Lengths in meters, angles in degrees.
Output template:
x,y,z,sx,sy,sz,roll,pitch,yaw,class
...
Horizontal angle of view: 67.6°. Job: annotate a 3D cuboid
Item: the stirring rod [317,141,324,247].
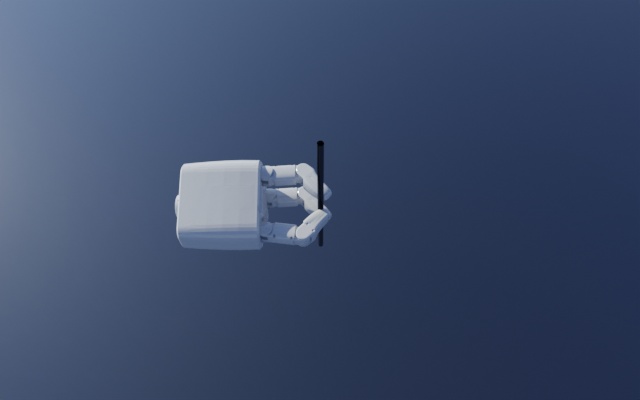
x,y,z,sx,sy,sz,roll,pitch,yaw,class
0.000,0.002,0.623,0.011,0.011,0.240,0,-32,0,stirring rod
